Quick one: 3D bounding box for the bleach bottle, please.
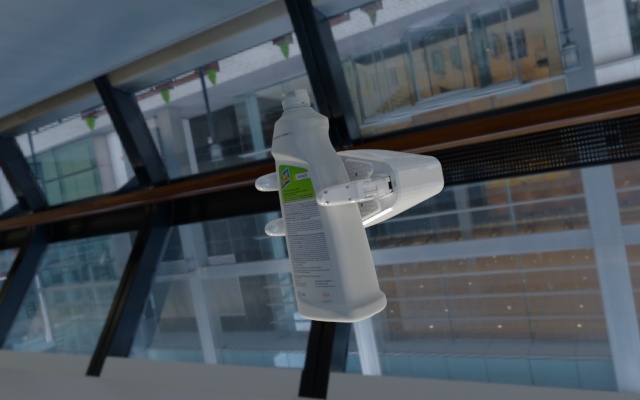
[{"bbox_3d":[0.000,0.002,0.528,0.102,0.251,0.068,-9,2,43],"label":"bleach bottle"}]
